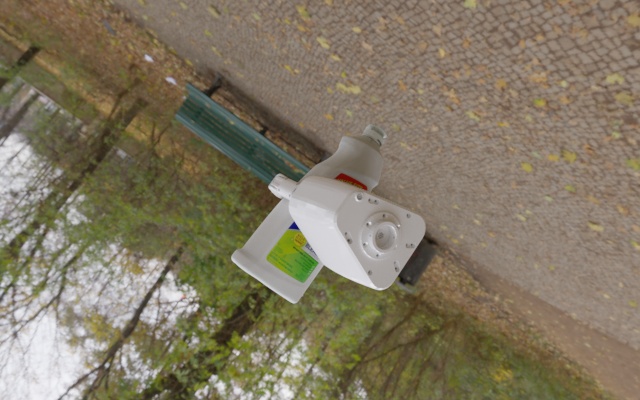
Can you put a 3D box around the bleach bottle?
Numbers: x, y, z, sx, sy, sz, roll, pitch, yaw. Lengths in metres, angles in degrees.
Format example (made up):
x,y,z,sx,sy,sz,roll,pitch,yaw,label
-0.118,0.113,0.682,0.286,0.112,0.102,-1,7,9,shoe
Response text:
x,y,z,sx,sy,sz,roll,pitch,yaw,label
0.000,0.002,0.619,0.102,0.251,0.068,40,-10,-27,bleach bottle
